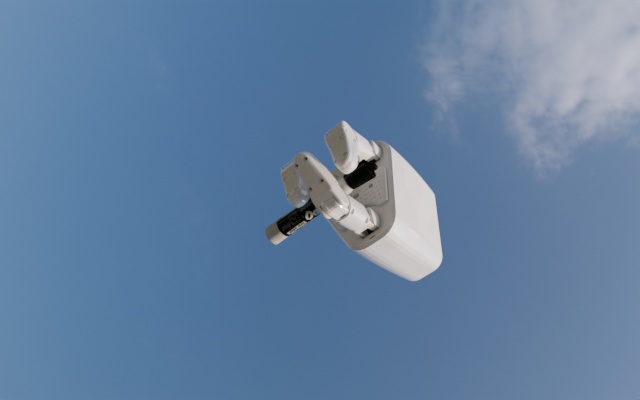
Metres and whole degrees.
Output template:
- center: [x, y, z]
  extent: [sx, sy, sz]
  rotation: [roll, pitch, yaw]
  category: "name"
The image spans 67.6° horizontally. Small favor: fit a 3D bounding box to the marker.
- center: [0.000, 0.001, 0.426]
  extent: [0.121, 0.020, 0.020]
  rotation: [-35, -14, 21]
  category: "marker"
